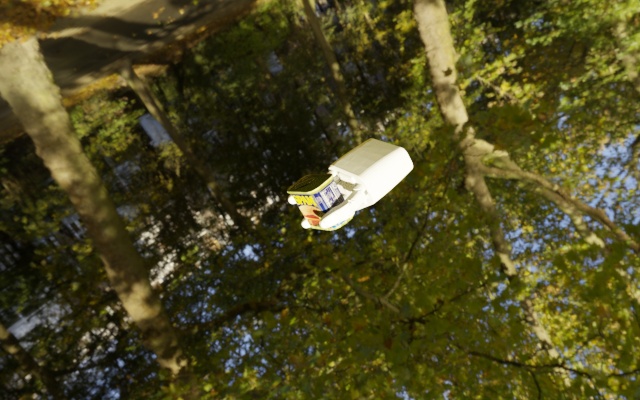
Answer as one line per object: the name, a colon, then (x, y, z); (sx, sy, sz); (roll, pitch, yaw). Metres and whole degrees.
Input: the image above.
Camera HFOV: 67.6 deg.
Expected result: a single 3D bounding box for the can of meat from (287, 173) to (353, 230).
can of meat: (0.000, 0.003, 0.836); (0.057, 0.084, 0.102); (-40, 21, -25)
